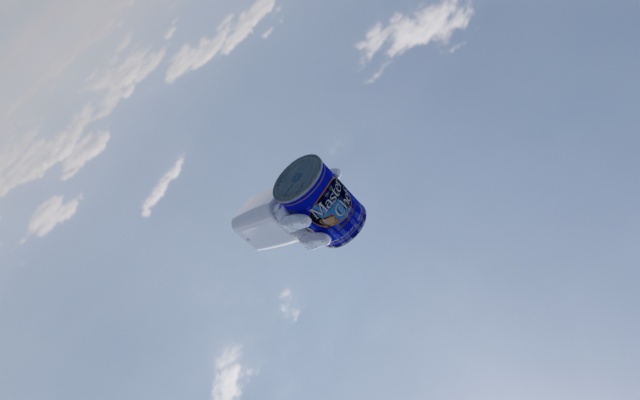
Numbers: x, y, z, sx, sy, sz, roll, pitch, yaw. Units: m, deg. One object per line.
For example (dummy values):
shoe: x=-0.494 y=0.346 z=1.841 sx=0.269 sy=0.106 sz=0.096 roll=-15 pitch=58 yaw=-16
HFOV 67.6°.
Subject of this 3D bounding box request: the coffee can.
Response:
coffee can: x=0.000 y=0.003 z=0.835 sx=0.103 sy=0.102 sz=0.140 roll=0 pitch=-37 yaw=48
